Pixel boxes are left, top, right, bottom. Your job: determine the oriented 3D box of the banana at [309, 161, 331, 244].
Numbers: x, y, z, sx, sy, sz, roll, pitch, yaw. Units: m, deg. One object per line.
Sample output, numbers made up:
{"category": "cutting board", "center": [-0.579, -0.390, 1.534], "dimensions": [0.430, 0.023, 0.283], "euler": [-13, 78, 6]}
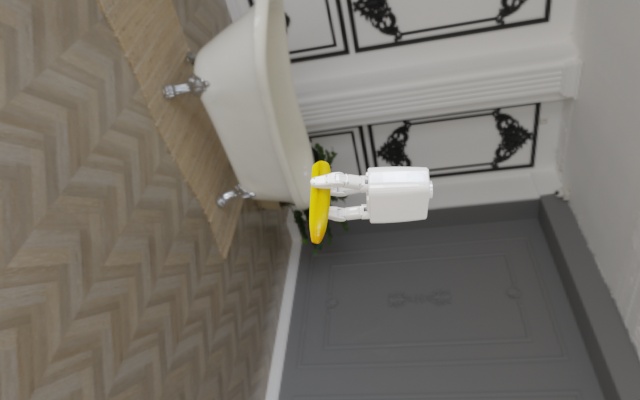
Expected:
{"category": "banana", "center": [0.000, -0.013, 0.876], "dimensions": [0.037, 0.070, 0.197], "euler": [1, 43, 1]}
